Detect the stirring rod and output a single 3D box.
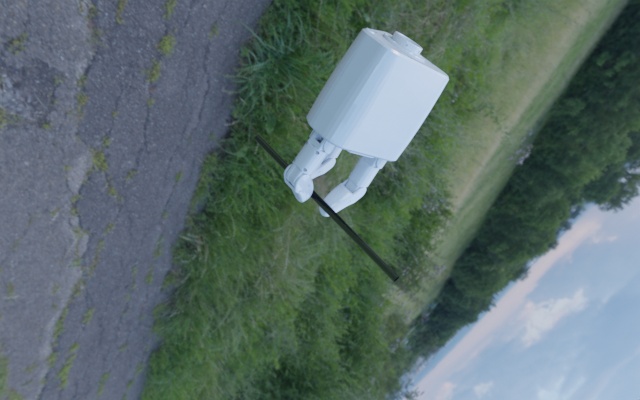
[{"bbox_3d":[0.000,0.002,0.534,0.239,0.011,0.011,45,22,23],"label":"stirring rod"}]
